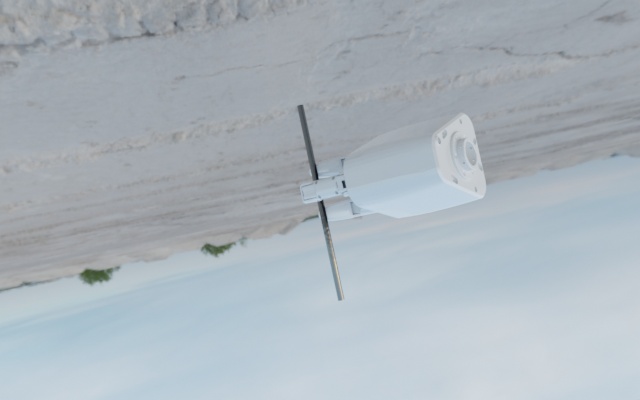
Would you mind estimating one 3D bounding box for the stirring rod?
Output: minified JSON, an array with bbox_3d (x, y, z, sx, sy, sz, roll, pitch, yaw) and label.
[{"bbox_3d":[0.000,0.002,0.578,0.011,0.239,0.011,-12,-2,0],"label":"stirring rod"}]
